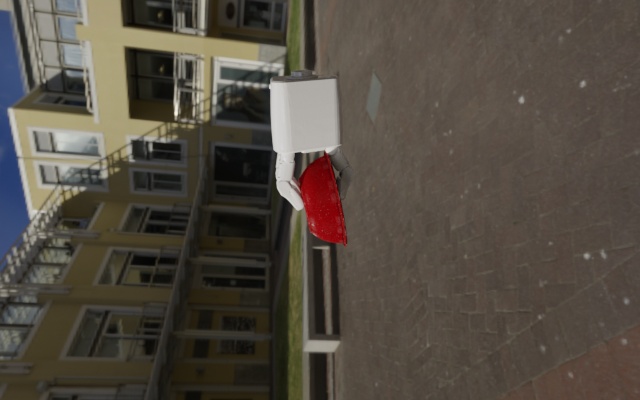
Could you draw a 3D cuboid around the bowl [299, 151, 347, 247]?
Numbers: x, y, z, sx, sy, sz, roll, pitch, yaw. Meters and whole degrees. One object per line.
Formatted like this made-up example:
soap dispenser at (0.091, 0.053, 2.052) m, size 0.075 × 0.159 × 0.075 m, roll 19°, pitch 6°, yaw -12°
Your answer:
bowl at (0.000, 0.004, 0.786) m, size 0.055 × 0.162 × 0.162 m, roll -13°, pitch 0°, yaw -3°
